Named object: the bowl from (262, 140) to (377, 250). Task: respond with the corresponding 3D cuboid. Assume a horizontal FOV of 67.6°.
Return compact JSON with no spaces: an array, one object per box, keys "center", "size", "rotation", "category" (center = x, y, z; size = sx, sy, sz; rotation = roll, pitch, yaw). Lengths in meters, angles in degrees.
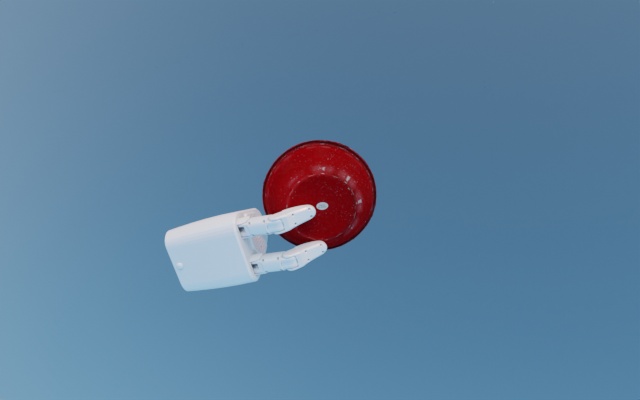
[{"center":[0.001,0.002,0.647],"size":[0.162,0.162,0.055],"rotation":[0,16,-3],"category":"bowl"}]
